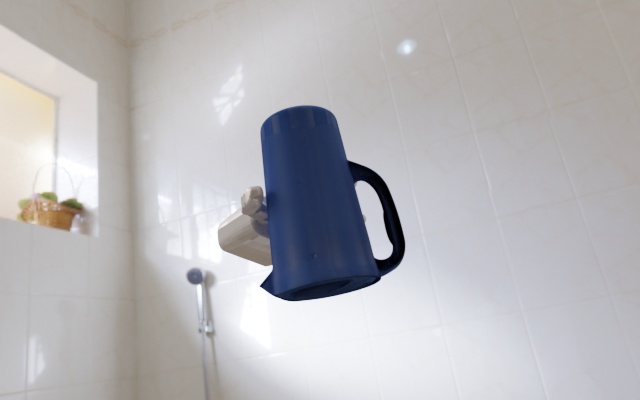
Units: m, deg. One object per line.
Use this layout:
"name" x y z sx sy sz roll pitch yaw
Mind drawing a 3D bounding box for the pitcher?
"pitcher" 0.000 0.002 0.623 0.149 0.242 0.145 6 -24 -39
